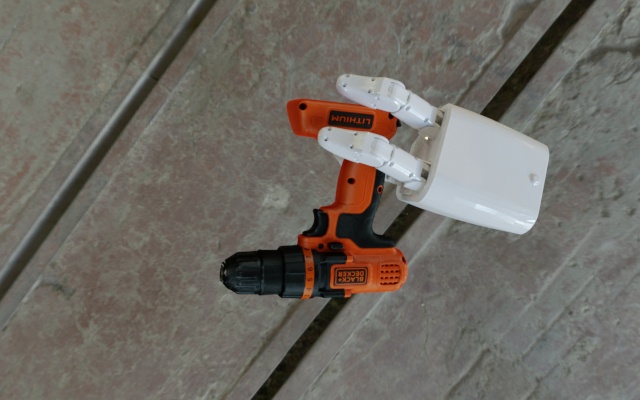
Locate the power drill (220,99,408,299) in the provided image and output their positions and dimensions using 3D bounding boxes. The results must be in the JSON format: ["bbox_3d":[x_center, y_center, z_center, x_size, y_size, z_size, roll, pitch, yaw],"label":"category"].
[{"bbox_3d":[0.000,0.001,0.456,0.184,0.188,0.057,1,8,-19],"label":"power drill"}]
